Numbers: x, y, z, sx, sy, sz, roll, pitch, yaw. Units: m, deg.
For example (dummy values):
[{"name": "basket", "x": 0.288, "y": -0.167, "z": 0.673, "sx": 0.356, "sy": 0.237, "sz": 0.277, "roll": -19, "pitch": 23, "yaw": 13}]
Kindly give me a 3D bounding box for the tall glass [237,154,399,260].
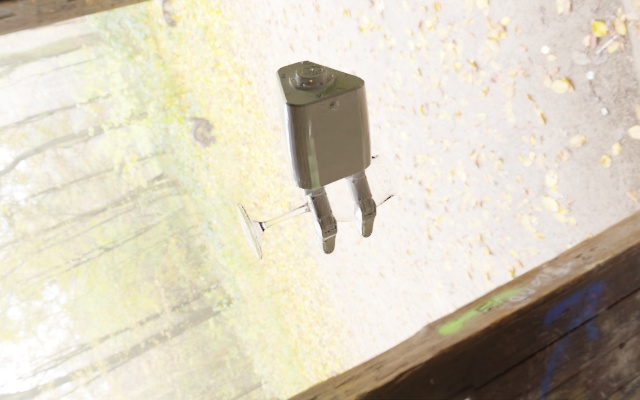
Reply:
[{"name": "tall glass", "x": -0.001, "y": 0.002, "z": 0.612, "sx": 0.201, "sy": 0.079, "sz": 0.079, "roll": -22, "pitch": 7, "yaw": -18}]
